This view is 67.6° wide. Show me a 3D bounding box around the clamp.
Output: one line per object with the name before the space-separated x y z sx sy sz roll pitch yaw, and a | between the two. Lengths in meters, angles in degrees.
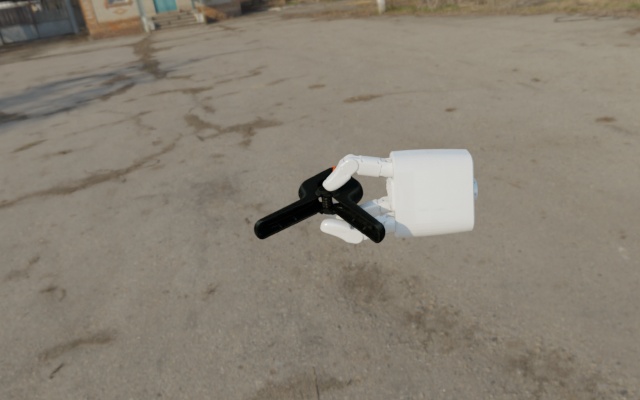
clamp | 0.000 0.001 0.670 0.164 0.036 0.210 -1 25 2
